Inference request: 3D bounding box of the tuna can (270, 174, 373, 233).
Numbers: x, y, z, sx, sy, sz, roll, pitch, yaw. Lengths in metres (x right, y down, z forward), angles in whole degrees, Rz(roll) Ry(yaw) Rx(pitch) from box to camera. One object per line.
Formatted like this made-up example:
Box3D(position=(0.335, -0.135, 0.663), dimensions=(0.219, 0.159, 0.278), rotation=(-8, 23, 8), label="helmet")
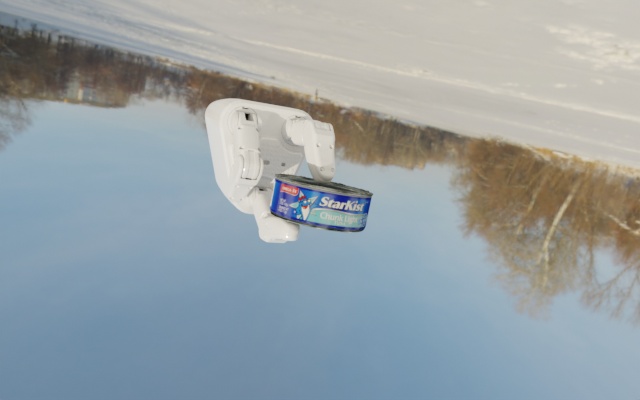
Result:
Box3D(position=(0.000, 0.002, 0.410), dimensions=(0.086, 0.034, 0.086), rotation=(11, 6, -1), label="tuna can")
